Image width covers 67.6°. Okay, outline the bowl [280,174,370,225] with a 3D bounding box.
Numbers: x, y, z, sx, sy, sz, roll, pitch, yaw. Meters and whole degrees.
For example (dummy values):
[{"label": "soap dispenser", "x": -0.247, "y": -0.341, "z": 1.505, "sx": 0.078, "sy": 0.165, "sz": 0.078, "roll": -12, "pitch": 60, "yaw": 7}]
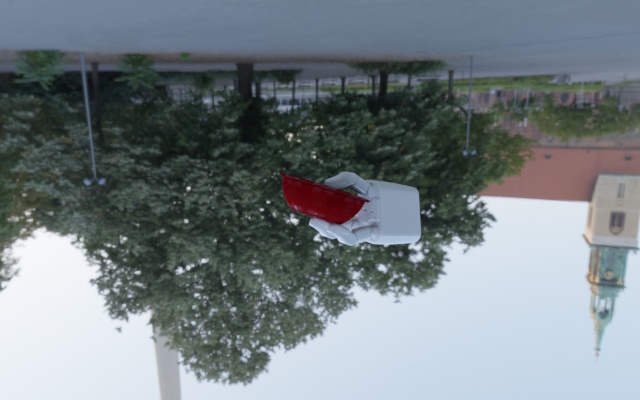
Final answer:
[{"label": "bowl", "x": -0.001, "y": 0.003, "z": 0.822, "sx": 0.162, "sy": 0.055, "sz": 0.162, "roll": 17, "pitch": -1, "yaw": 0}]
